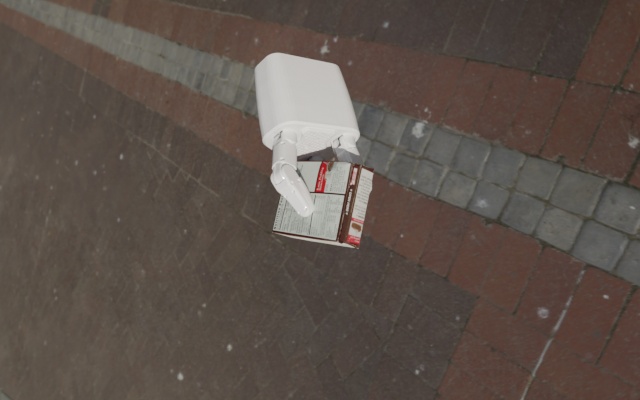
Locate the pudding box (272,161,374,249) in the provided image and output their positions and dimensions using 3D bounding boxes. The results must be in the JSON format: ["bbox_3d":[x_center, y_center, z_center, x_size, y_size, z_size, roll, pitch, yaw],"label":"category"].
[{"bbox_3d":[0.000,0.002,0.538,0.039,0.090,0.113,16,-8,-42],"label":"pudding box"}]
